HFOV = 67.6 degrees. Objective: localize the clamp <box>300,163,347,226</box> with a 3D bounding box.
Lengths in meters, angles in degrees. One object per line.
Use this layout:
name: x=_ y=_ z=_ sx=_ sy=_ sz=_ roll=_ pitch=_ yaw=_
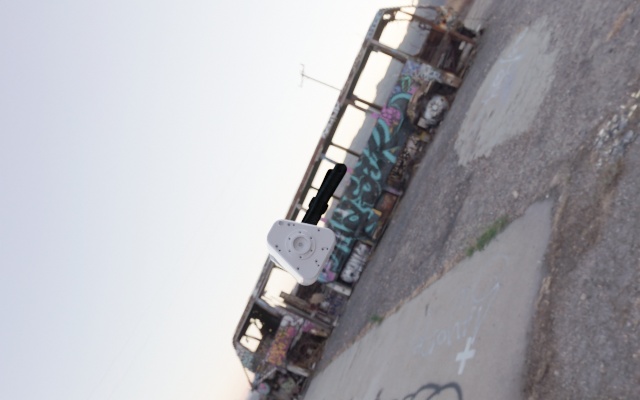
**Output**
clamp: x=-0.001 y=0.003 z=0.894 sx=0.039 sy=0.171 sz=0.120 roll=25 pitch=-14 yaw=-1
